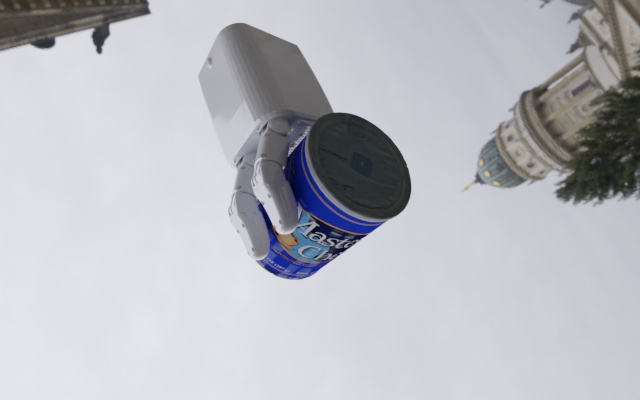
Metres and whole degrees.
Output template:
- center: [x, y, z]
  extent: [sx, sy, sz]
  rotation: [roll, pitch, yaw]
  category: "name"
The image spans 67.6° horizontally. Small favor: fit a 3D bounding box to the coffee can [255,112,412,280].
- center: [0.000, 0.002, 0.442]
  extent: [0.103, 0.102, 0.140]
  rotation: [0, -28, -35]
  category: "coffee can"
